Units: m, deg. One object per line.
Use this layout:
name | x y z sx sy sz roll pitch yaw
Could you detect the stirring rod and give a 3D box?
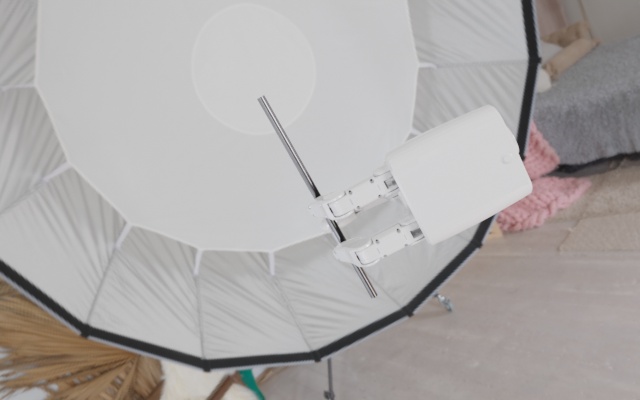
stirring rod | 0.000 0.002 0.490 0.011 0.239 0.011 -28 13 7
